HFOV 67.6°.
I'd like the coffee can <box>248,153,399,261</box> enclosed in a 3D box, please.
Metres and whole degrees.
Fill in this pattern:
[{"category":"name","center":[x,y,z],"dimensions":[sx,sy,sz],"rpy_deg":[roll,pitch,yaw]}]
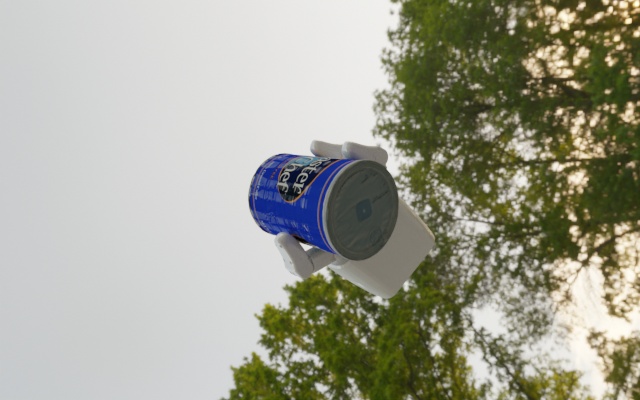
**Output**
[{"category":"coffee can","center":[0.000,0.002,0.529],"dimensions":[0.103,0.103,0.140],"rpy_deg":[0,7,-40]}]
